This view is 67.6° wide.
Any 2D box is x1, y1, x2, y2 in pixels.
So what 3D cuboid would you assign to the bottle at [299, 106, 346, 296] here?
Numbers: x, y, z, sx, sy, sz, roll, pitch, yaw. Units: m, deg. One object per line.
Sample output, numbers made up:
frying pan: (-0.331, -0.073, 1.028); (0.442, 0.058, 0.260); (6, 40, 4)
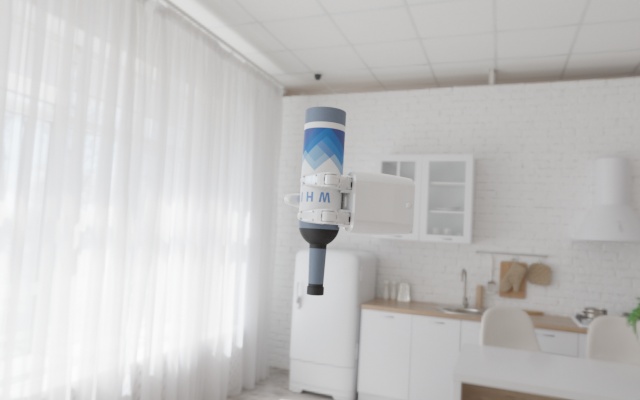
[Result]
bottle: (0.000, 0.002, 0.765); (0.069, 0.295, 0.069); (3, -4, 0)
